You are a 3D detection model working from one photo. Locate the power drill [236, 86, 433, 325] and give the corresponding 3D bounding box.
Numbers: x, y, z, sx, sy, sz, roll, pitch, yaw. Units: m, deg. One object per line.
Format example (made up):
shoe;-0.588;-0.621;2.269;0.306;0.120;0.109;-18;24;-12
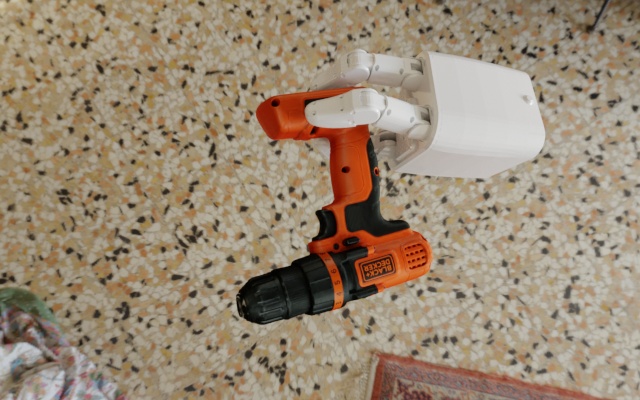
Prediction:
power drill;0.000;0.001;0.421;0.184;0.187;0.057;-13;-1;-25
